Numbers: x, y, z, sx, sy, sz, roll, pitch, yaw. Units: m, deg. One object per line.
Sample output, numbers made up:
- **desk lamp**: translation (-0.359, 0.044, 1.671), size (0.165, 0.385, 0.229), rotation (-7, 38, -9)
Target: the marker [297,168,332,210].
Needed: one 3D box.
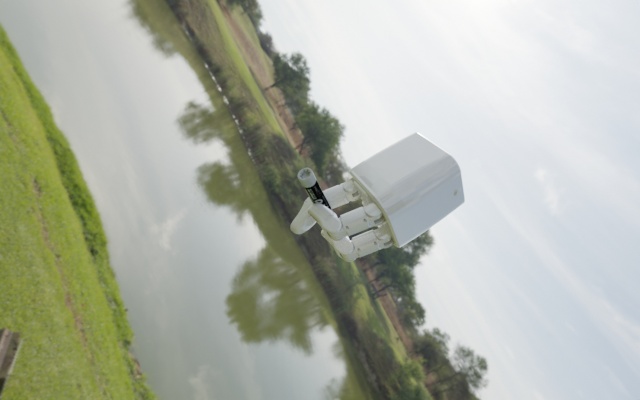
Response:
- **marker**: translation (0.000, 0.002, 0.601), size (0.020, 0.020, 0.121), rotation (0, -33, 21)
